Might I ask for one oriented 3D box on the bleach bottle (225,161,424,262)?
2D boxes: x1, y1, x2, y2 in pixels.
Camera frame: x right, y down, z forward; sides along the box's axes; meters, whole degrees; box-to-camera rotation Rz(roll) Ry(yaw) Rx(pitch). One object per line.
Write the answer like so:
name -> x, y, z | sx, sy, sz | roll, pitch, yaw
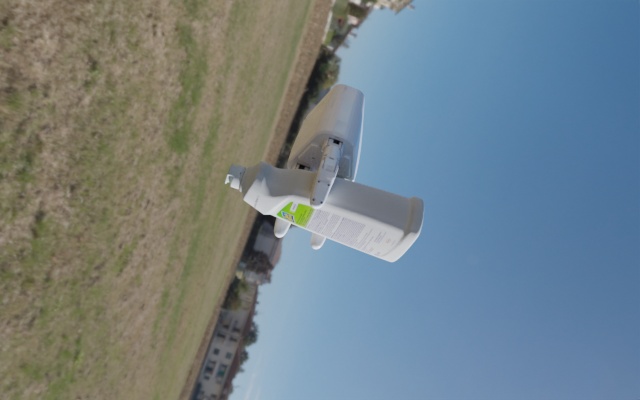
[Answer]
bleach bottle -> 0.000, 0.002, 0.627 | 0.251, 0.068, 0.103 | 20, -37, -5
